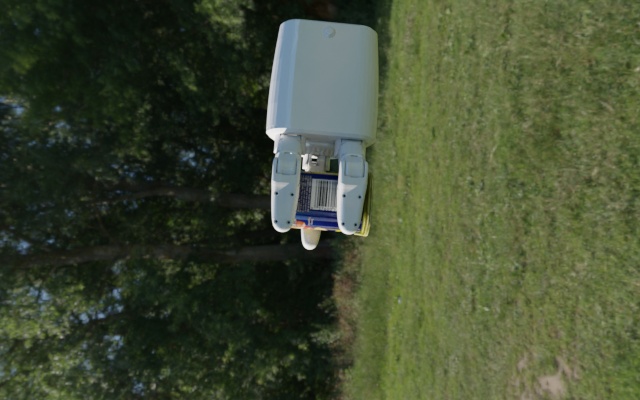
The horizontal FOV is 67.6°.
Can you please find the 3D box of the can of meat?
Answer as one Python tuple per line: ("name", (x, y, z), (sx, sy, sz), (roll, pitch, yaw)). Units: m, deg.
("can of meat", (0.000, 0.002, 0.452), (0.084, 0.057, 0.102), (5, -3, -3))
